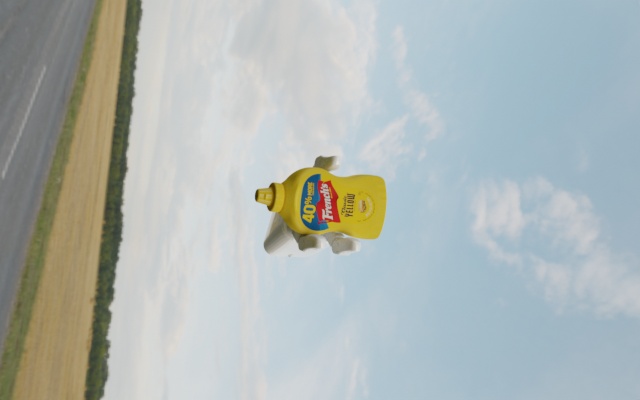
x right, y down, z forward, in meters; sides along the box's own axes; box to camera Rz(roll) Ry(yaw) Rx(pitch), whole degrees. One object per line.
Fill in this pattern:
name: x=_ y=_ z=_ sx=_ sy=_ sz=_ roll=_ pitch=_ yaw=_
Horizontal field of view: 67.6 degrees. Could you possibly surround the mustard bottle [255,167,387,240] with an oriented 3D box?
mustard bottle: x=0.000 y=0.002 z=0.681 sx=0.191 sy=0.096 sz=0.058 roll=6 pitch=1 yaw=-24
